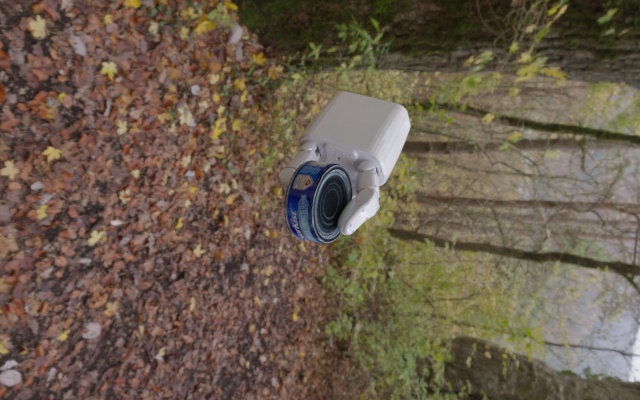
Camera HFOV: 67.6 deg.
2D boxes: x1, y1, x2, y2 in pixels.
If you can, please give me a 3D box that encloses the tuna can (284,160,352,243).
[{"bbox_3d":[0.001,0.002,0.506,0.034,0.086,0.086,10,5,31],"label":"tuna can"}]
